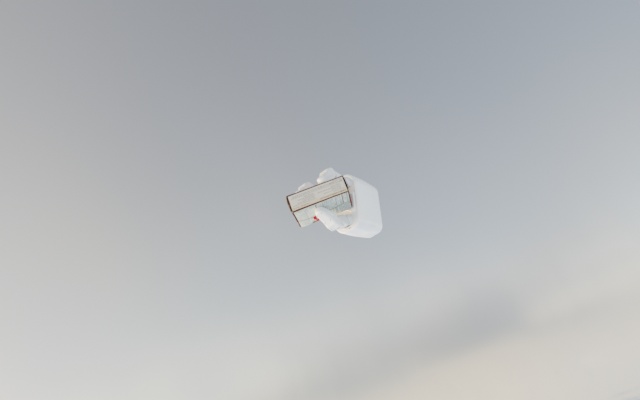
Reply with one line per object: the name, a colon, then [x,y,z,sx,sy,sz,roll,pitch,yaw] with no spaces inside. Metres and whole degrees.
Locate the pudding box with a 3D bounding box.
pudding box: [0.000,0.003,0.888,0.113,0.039,0.090,-22,-23,-1]
